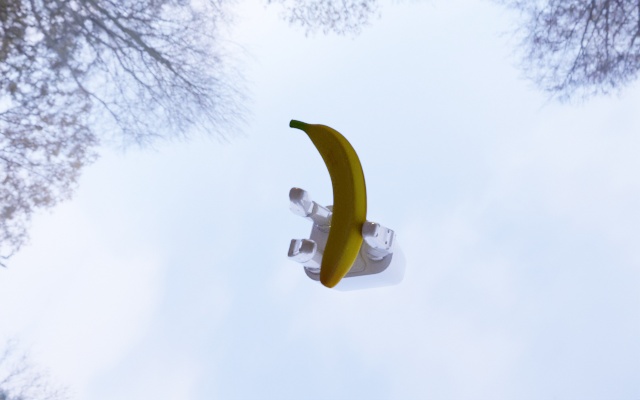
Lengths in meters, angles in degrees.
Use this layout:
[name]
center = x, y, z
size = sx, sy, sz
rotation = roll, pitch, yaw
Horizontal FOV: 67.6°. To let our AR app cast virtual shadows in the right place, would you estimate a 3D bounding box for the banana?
[banana]
center = 0.017, -0.006, 0.515
size = 0.069, 0.197, 0.037
rotation = -16, -22, 10
